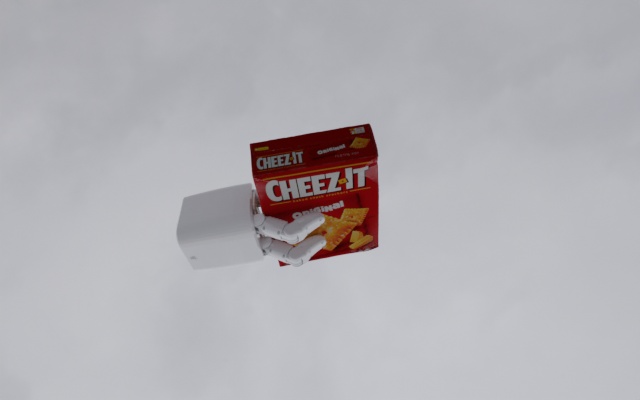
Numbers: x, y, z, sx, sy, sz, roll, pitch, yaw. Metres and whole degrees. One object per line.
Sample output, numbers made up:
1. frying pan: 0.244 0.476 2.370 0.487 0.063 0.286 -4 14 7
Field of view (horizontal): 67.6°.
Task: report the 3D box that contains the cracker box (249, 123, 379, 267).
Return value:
1. cracker box: 0.000 0.002 0.690 0.164 0.072 0.214 -10 -39 -1
